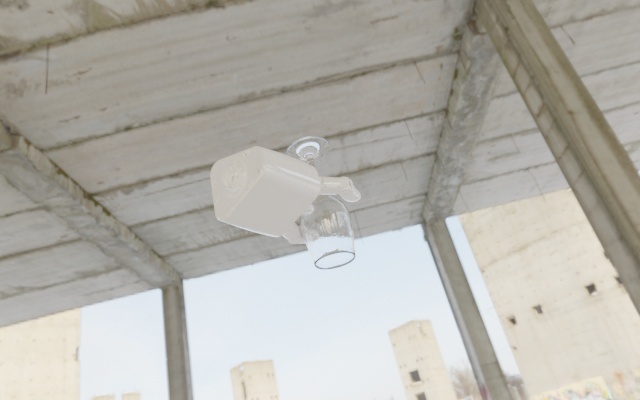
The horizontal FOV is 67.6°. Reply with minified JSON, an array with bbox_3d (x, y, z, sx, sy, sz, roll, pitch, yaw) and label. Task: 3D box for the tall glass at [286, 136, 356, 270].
[{"bbox_3d":[0.000,0.002,0.739,0.079,0.201,0.079,-11,-27,-6],"label":"tall glass"}]
